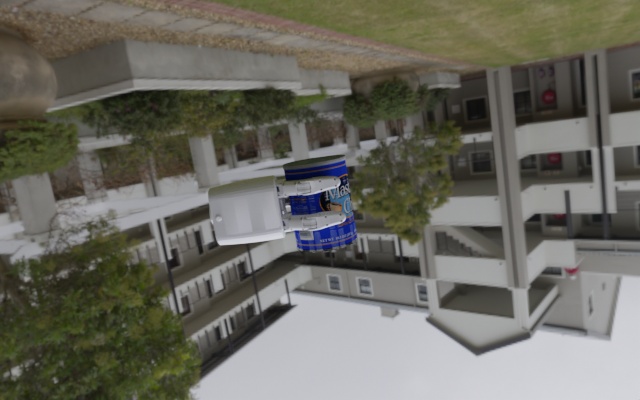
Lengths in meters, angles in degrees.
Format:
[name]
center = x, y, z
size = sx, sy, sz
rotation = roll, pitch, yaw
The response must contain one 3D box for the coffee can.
[coffee can]
center = 0.000, 0.002, 0.780
size = 0.103, 0.140, 0.103
rotation = -9, 9, 1
